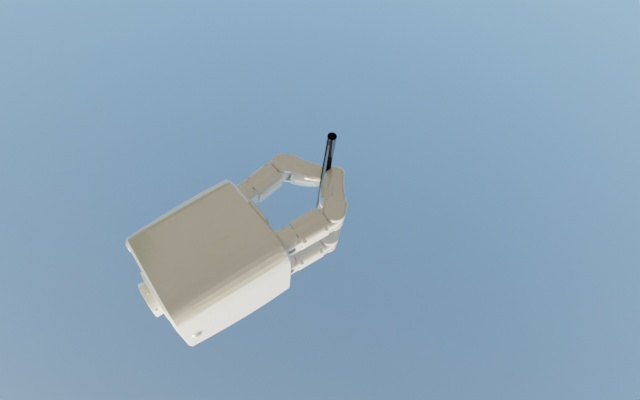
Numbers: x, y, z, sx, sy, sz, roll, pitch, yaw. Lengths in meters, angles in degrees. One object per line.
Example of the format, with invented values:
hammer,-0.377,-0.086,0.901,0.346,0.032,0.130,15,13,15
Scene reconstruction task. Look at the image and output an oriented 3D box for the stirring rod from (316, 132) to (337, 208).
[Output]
stirring rod,0.000,0.002,0.502,0.011,0.011,0.240,0,-27,-5
